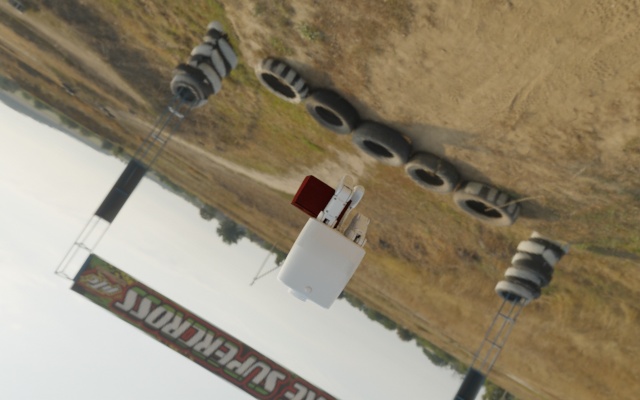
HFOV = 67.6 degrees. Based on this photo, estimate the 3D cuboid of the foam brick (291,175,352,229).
[{"bbox_3d":[0.000,0.002,0.745,0.078,0.051,0.053,33,-7,-8],"label":"foam brick"}]
